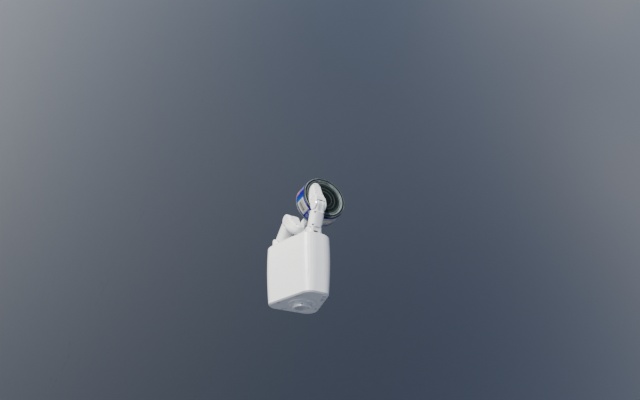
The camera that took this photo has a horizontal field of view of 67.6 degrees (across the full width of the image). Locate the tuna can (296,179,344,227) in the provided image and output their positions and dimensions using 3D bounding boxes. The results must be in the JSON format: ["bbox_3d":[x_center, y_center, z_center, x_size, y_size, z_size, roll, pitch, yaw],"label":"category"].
[{"bbox_3d":[0.000,0.003,0.877,0.086,0.086,0.034,0,-31,-33],"label":"tuna can"}]
